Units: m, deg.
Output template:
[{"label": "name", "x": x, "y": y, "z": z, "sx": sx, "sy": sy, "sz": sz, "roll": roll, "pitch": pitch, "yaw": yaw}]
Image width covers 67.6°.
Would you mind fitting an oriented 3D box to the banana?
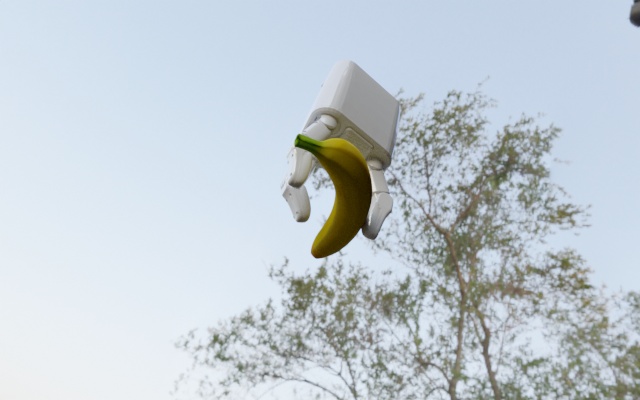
[{"label": "banana", "x": 0.018, "y": 0.001, "z": 0.491, "sx": 0.069, "sy": 0.037, "sz": 0.198, "roll": 6, "pitch": -39, "yaw": 9}]
